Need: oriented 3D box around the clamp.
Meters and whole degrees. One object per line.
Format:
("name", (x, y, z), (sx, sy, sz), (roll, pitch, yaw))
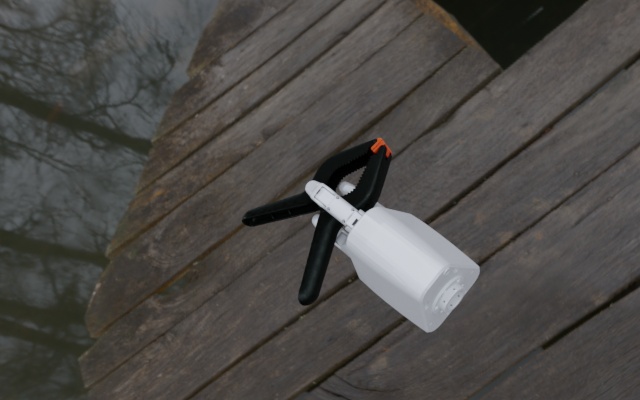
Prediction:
("clamp", (0.000, 0.001, 0.591), (0.164, 0.210, 0.036), (39, -2, 37))
